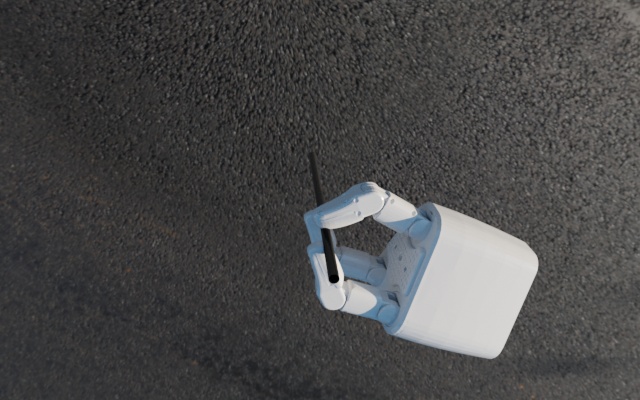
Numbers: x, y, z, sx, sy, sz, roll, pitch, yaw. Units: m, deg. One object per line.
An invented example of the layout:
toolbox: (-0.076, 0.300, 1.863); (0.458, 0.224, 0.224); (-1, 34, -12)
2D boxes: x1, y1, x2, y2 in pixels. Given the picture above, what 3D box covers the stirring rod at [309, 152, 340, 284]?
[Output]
stirring rod: (0.000, 0.001, 0.440); (0.011, 0.011, 0.239); (0, 26, -5)
